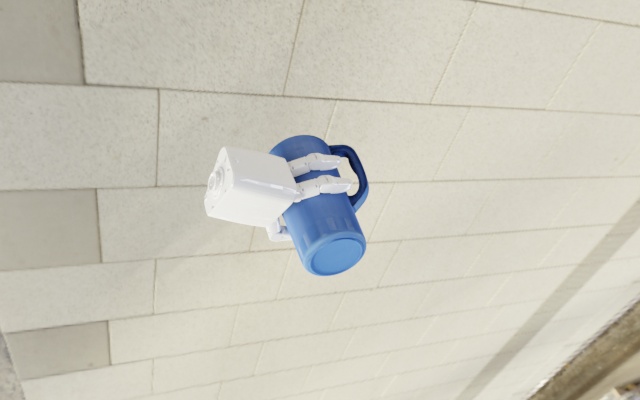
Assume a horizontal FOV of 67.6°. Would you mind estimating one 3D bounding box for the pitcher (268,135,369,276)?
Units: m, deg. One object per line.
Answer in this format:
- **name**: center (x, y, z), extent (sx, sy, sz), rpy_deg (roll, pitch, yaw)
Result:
- **pitcher**: center (0.000, 0.003, 0.826), extent (0.145, 0.149, 0.242), rpy_deg (12, 38, -32)
